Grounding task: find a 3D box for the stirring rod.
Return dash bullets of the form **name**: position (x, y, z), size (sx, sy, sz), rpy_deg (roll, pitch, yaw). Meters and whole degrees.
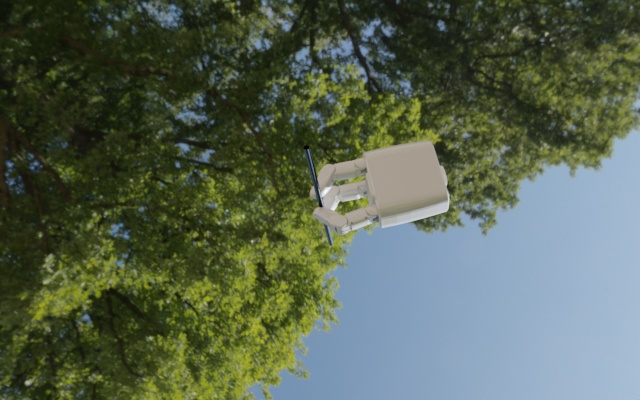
- **stirring rod**: position (0.000, 0.002, 0.714), size (0.011, 0.011, 0.240), rpy_deg (0, -36, 11)
